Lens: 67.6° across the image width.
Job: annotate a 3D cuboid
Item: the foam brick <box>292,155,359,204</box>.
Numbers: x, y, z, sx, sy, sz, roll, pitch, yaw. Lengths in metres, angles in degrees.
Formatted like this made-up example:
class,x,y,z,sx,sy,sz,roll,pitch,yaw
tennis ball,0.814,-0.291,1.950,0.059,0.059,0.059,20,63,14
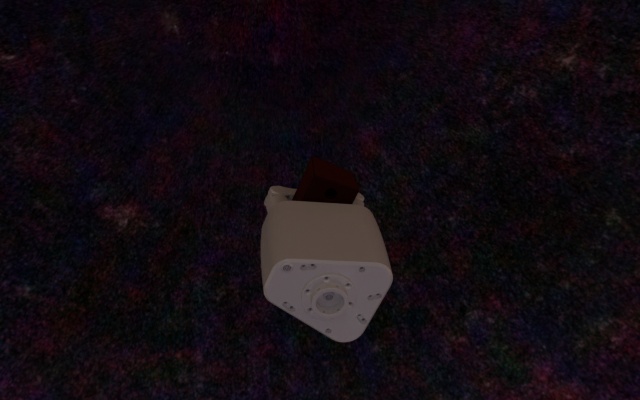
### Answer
class,x,y,z,sx,sy,sz,roll,pitch,yaw
foam brick,0.000,0.001,0.521,0.053,0.078,0.051,19,23,-14
